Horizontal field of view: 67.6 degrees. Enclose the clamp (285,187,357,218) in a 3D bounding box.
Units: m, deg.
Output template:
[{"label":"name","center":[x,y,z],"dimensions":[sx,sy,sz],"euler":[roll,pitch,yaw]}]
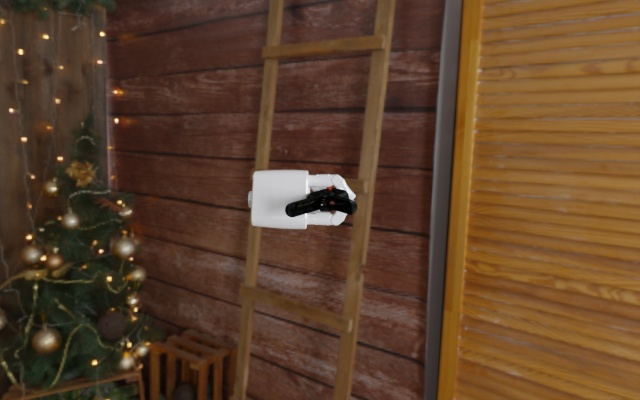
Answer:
[{"label":"clamp","center":[0.000,0.002,0.858],"dimensions":[0.120,0.039,0.171],"euler":[1,7,-1]}]
